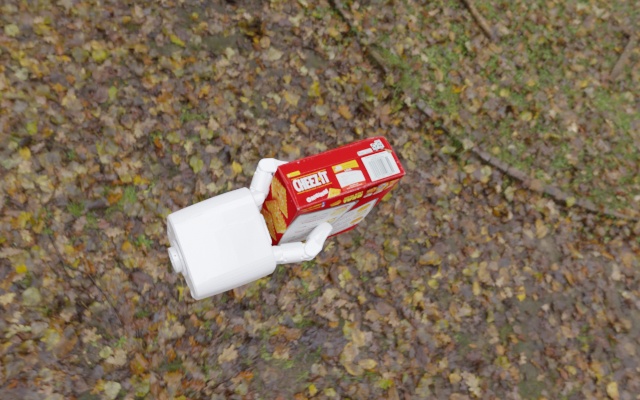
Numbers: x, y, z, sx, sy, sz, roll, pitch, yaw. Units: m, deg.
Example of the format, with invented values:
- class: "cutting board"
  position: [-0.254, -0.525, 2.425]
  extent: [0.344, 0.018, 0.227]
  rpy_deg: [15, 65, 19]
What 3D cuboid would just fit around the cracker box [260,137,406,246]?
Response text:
- class: "cracker box"
  position: [0.000, 0.002, 0.691]
  extent: [0.164, 0.072, 0.214]
  rpy_deg: [-19, -16, -24]
